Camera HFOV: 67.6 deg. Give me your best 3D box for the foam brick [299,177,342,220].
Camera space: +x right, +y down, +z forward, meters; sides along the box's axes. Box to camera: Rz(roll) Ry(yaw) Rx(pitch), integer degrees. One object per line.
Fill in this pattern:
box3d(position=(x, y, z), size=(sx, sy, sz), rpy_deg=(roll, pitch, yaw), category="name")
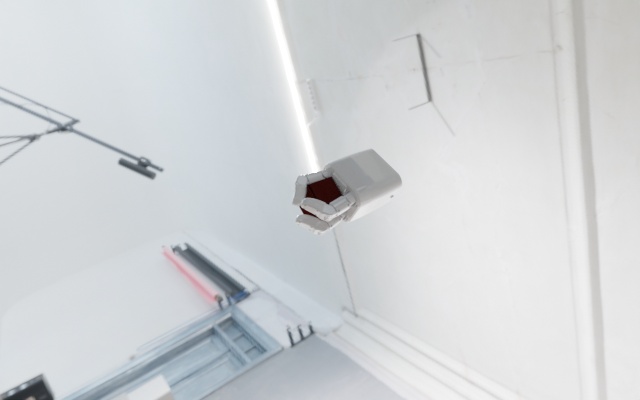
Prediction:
box3d(position=(0.000, 0.003, 0.880), size=(0.051, 0.053, 0.078), rpy_deg=(-21, -19, -26), category="foam brick")
